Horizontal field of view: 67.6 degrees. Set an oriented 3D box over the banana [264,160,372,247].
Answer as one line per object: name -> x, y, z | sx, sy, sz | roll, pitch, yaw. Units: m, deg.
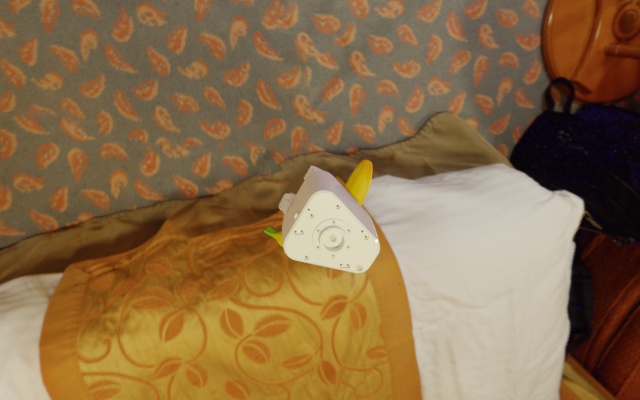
banana -> 0.008, 0.020, 0.712 | 0.198, 0.069, 0.037 | -34, -1, 10
